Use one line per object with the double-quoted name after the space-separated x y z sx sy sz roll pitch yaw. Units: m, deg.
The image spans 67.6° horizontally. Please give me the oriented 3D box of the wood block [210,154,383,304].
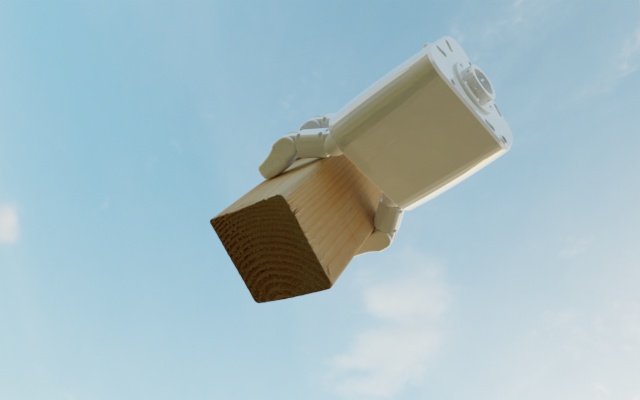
0.001 0.002 0.479 0.090 0.091 0.206 -19 15 34 "wood block"
